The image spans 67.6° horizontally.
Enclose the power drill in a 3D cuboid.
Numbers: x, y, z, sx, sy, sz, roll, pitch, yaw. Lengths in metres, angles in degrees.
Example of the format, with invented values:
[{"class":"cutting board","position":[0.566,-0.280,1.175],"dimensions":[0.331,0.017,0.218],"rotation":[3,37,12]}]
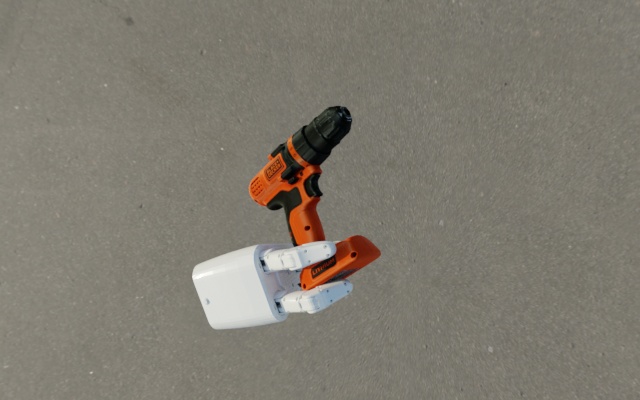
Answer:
[{"class":"power drill","position":[0.000,0.002,0.588],"dimensions":[0.057,0.187,0.184],"rotation":[0,-32,-46]}]
